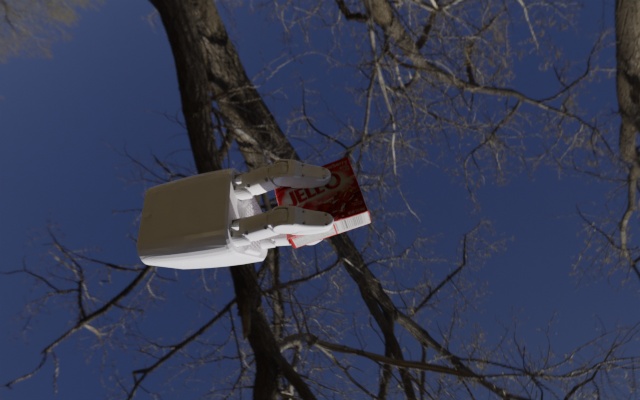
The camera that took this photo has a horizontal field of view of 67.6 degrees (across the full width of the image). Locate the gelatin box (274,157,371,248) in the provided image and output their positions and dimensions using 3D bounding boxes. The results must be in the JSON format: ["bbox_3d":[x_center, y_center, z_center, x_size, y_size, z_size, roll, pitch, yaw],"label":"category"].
[{"bbox_3d":[0.001,0.002,0.510,0.089,0.073,0.030,-19,-32,2],"label":"gelatin box"}]
